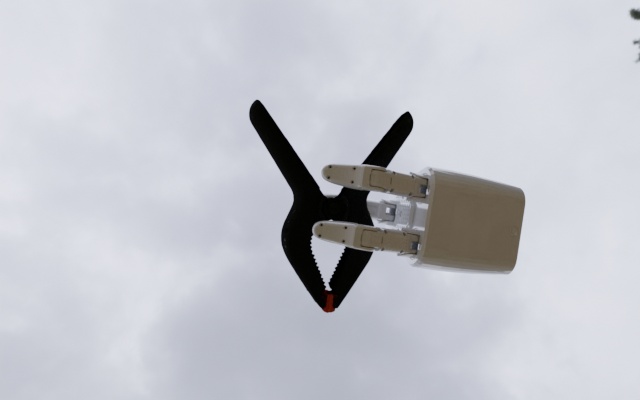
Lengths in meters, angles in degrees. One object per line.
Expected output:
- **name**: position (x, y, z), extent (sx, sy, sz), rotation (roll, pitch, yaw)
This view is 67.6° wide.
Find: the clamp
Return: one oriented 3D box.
- **clamp**: position (0.000, 0.002, 0.471), extent (0.164, 0.210, 0.036), rotation (9, -1, -10)
